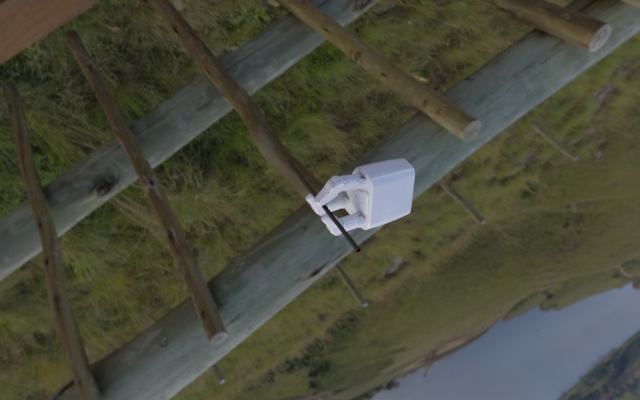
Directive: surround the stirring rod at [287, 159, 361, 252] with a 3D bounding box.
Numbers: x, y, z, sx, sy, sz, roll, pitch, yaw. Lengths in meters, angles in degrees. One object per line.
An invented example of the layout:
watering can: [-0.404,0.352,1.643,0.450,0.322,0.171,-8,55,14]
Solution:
stirring rod: [0.000,0.003,0.826,0.011,0.011,0.239,0,40,-41]
